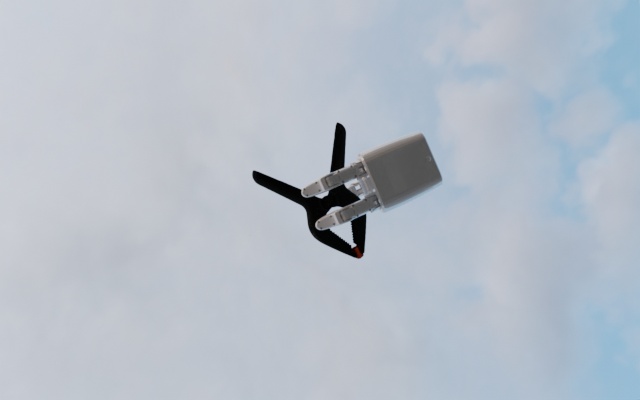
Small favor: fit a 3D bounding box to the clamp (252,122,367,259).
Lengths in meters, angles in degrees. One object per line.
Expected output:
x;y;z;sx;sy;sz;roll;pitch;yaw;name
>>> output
0.001;0.003;0.750;0.164;0.210;0.036;-23;0;-3;clamp
